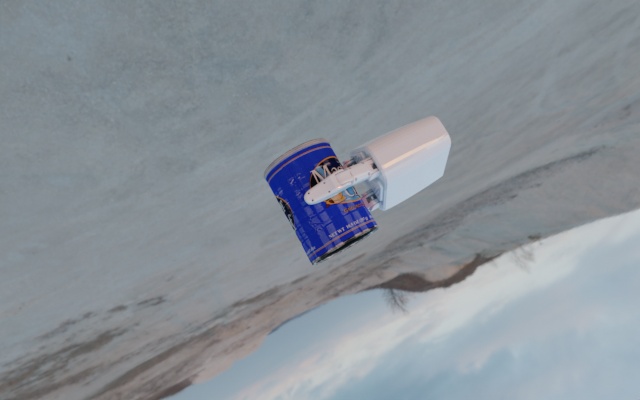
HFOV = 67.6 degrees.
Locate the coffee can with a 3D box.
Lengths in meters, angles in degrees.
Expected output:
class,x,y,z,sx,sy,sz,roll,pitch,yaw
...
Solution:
class,x,y,z,sx,sy,sz,roll,pitch,yaw
coffee can,0.000,0.002,0.648,0.103,0.140,0.103,-29,-10,-6
